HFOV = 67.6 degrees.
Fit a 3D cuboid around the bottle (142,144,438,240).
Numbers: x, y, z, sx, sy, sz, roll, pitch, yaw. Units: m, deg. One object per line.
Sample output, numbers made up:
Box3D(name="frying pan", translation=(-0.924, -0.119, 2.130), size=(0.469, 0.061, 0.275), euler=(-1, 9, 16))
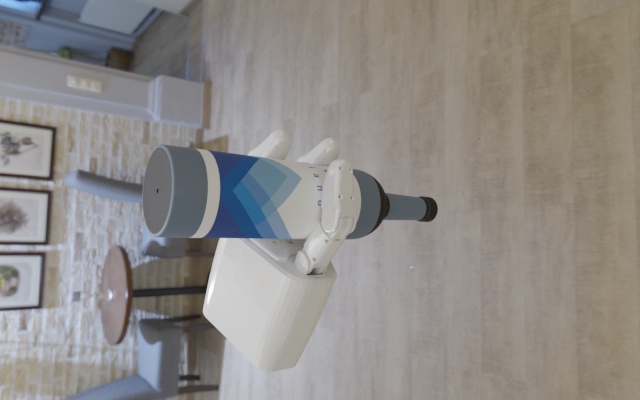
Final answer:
Box3D(name="bottle", translation=(0.000, 0.001, 0.429), size=(0.296, 0.069, 0.069), euler=(4, -3, -37))
